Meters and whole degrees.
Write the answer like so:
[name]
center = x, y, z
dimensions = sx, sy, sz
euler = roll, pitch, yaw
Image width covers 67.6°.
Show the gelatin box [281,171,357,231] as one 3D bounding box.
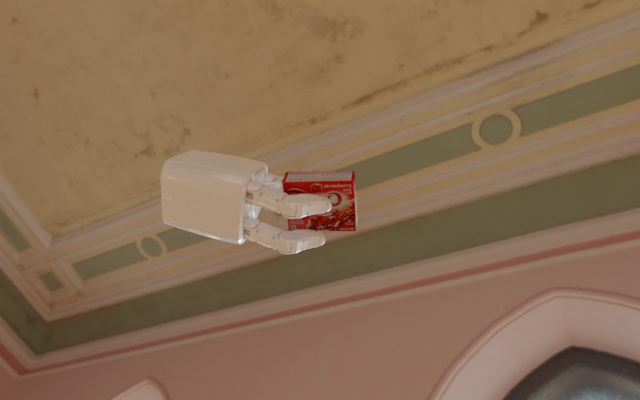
[gelatin box]
center = 0.000, 0.002, 0.596
dimensions = 0.089, 0.073, 0.030
euler = -1, 31, 8
